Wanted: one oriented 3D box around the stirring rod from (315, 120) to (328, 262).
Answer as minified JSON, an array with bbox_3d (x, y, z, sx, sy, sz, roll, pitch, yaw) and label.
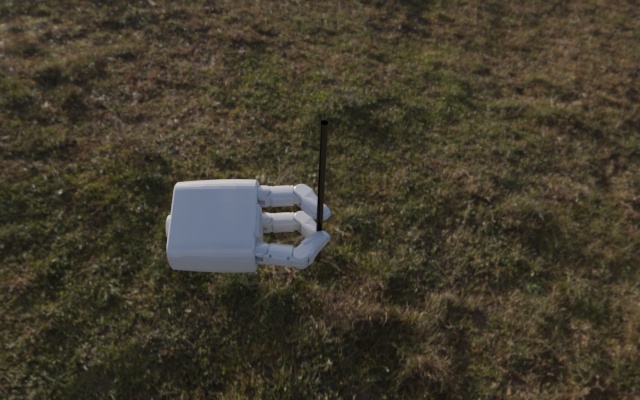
[{"bbox_3d":[0.000,0.002,0.570,0.011,0.011,0.240,0,-42,-3],"label":"stirring rod"}]
